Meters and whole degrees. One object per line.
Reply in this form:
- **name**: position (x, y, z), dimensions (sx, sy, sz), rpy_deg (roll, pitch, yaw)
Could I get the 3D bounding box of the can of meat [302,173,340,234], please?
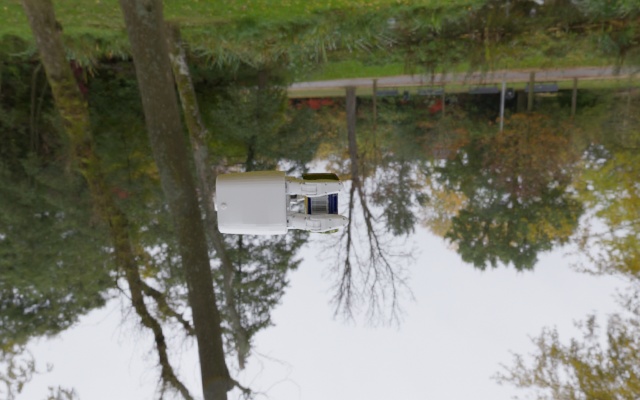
- **can of meat**: position (0.000, 0.003, 0.780), dimensions (0.057, 0.084, 0.102), rpy_deg (-1, 11, -4)
